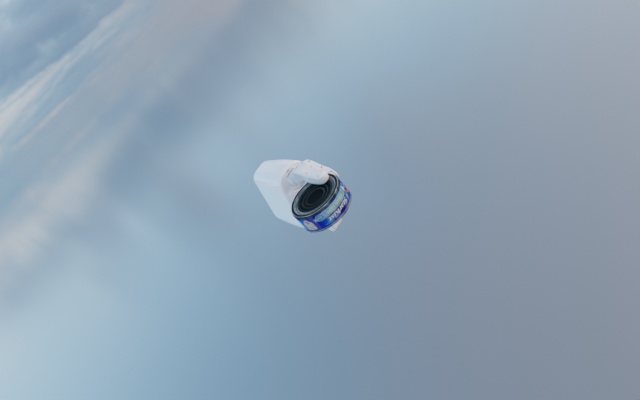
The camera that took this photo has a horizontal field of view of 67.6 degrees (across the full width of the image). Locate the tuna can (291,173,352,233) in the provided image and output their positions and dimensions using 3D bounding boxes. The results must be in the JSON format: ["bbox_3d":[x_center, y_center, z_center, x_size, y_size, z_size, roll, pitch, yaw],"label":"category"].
[{"bbox_3d":[0.000,0.002,0.686,0.086,0.086,0.034,0,-39,48],"label":"tuna can"}]
